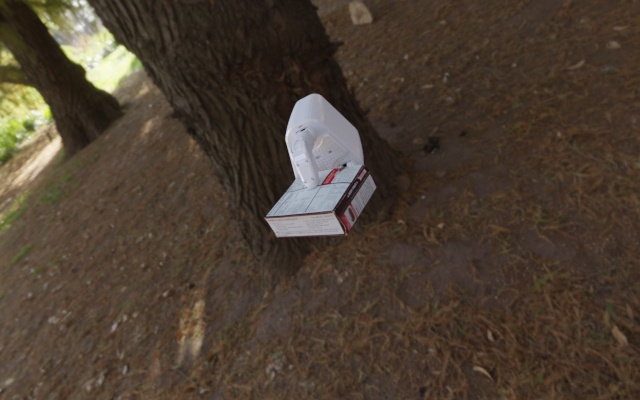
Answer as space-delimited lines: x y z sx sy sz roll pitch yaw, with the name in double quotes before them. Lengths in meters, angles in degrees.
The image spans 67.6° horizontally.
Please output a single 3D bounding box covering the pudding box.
"pudding box" 0.000 0.002 0.577 0.113 0.039 0.090 -7 36 41
